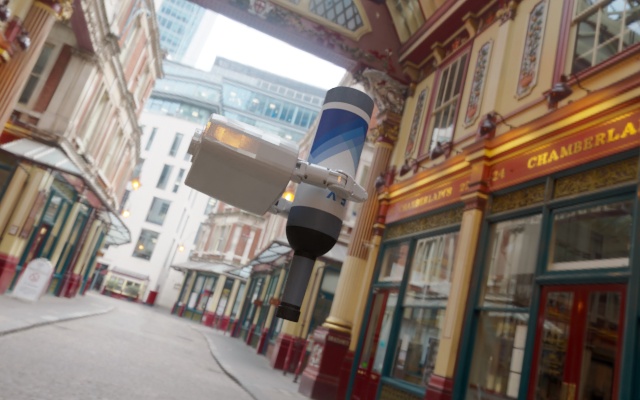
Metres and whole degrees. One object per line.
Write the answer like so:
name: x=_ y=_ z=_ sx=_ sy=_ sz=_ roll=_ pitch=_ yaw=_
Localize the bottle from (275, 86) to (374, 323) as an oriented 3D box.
bottle: x=0.000 y=0.002 z=0.592 sx=0.069 sy=0.295 sz=0.069 roll=15 pitch=-17 yaw=5
